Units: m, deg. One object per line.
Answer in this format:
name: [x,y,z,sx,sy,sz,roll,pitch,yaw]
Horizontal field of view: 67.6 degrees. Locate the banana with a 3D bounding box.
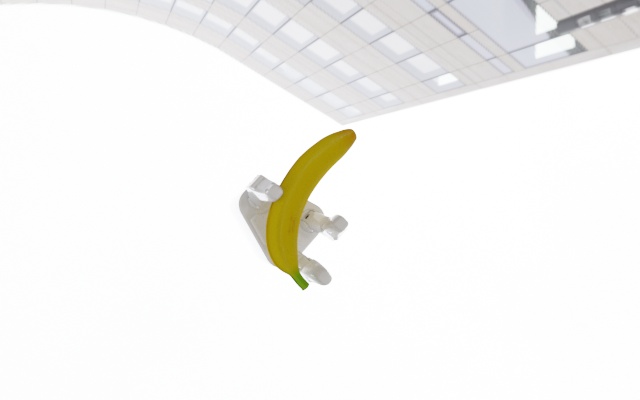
banana: [-0.018,-0.001,0.550,0.069,0.197,0.037,20,-11,-10]
